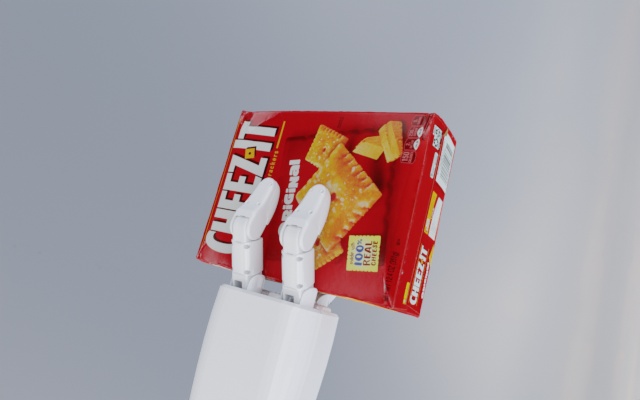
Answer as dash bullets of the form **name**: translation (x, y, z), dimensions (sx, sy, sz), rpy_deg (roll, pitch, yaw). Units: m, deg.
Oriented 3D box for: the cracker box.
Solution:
- **cracker box**: translation (0.000, 0.002, 0.445), dimensions (0.213, 0.164, 0.072), rpy_deg (8, -14, 32)
